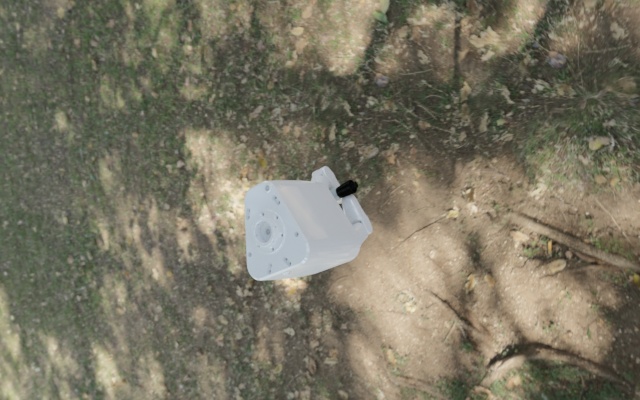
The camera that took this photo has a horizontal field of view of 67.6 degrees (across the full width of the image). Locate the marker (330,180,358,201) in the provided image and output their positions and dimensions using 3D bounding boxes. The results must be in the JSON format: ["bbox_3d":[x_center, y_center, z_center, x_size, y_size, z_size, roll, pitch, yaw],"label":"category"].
[{"bbox_3d":[0.000,0.002,0.650,0.121,0.020,0.020,-26,-14,31],"label":"marker"}]
